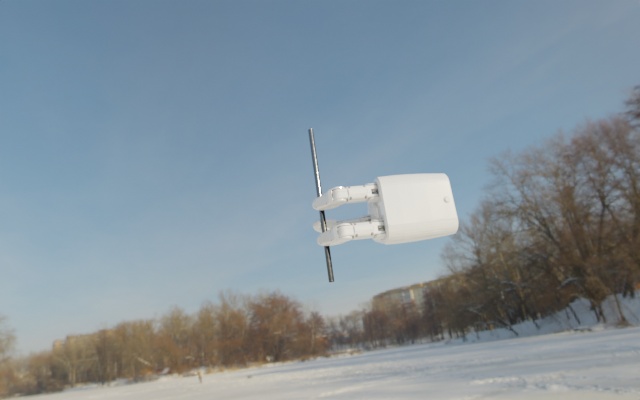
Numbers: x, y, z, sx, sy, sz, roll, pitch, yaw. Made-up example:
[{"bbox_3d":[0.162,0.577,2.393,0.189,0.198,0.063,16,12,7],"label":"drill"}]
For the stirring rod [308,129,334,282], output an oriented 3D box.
[{"bbox_3d":[0.000,0.002,0.717,0.011,0.239,0.011,-7,-17,-2],"label":"stirring rod"}]
